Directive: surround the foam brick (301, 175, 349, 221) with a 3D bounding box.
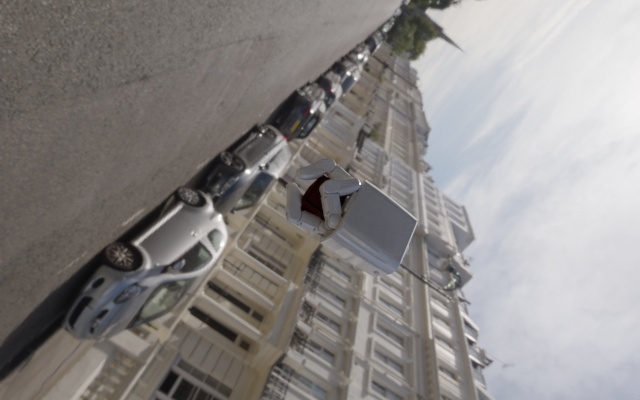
[{"bbox_3d":[0.000,0.002,0.742,0.051,0.053,0.078,35,-19,-6],"label":"foam brick"}]
